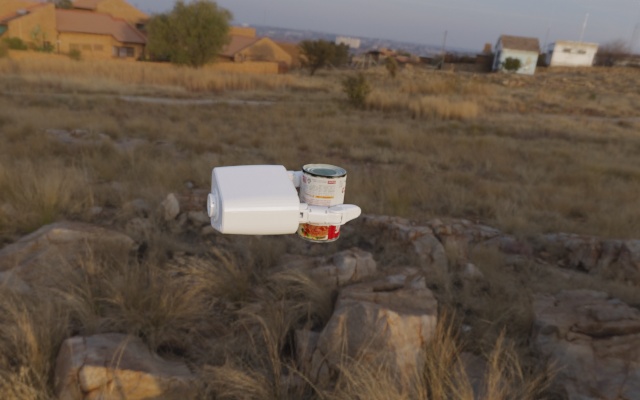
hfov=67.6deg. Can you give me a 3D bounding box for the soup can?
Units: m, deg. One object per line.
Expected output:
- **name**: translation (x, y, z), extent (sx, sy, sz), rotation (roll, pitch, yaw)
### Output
- **soup can**: translation (0.001, 0.002, 0.713), extent (0.068, 0.102, 0.068), rotation (6, 18, -2)
